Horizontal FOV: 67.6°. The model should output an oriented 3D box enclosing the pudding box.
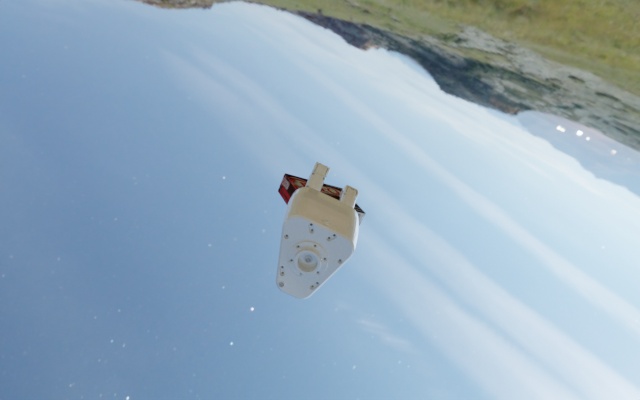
[{"bbox_3d":[0.000,0.003,0.738,0.113,0.039,0.090,16,21,-30],"label":"pudding box"}]
